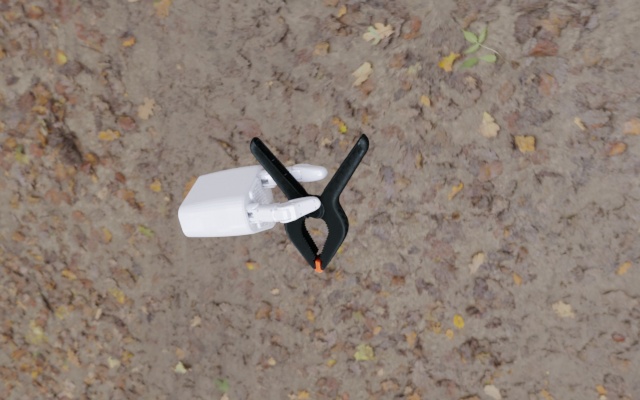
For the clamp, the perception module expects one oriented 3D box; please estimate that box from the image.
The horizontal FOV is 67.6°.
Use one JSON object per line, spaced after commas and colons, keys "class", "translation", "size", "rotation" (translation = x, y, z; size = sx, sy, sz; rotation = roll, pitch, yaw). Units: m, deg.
{"class": "clamp", "translation": [0.000, 0.003, 0.670], "size": [0.164, 0.210, 0.036], "rotation": [-6, 20, 17]}
